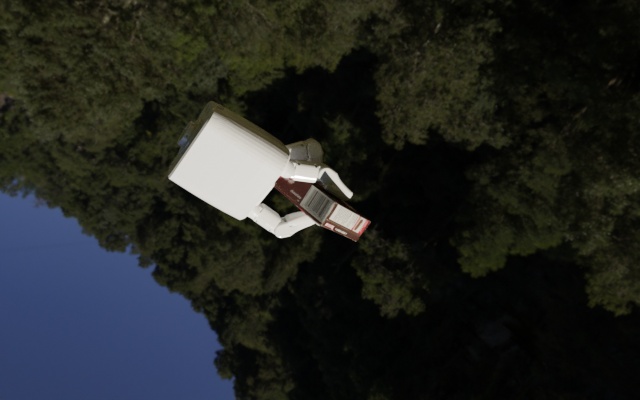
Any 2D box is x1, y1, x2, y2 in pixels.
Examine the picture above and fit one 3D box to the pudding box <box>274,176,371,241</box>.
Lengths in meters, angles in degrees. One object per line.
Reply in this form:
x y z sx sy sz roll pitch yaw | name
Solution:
0.000 0.002 0.637 0.113 0.039 0.090 40 9 38 | pudding box
